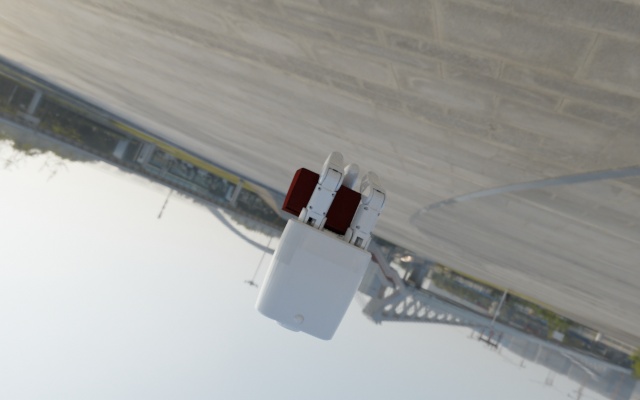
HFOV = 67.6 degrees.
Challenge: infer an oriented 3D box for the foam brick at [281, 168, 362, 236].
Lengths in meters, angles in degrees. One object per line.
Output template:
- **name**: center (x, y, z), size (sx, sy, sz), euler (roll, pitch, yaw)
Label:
- **foam brick**: center (0.000, 0.002, 0.552), size (0.078, 0.051, 0.053), euler (24, -5, -7)
